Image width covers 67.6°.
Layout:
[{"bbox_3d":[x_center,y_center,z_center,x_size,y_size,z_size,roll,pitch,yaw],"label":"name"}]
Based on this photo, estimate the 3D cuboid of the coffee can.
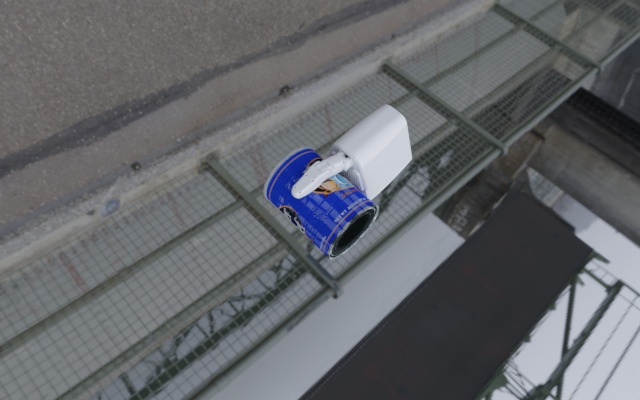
[{"bbox_3d":[0.000,0.002,0.700,0.140,0.103,0.103,42,17,20],"label":"coffee can"}]
